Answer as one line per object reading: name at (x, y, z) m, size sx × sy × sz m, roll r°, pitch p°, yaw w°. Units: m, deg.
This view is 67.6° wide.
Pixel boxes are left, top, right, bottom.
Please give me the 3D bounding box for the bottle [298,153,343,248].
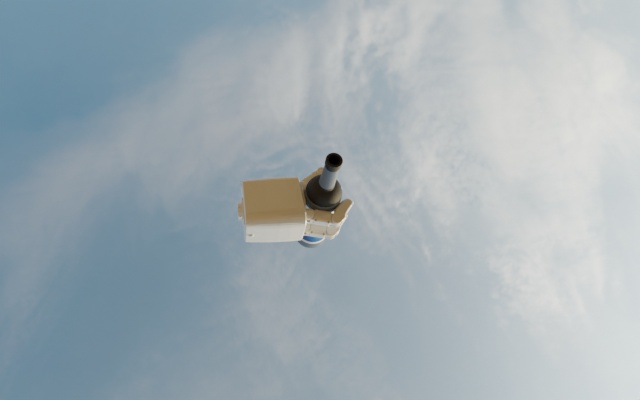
bottle at (0.000, 0.003, 0.879) m, size 0.069 × 0.069 × 0.296 m, roll 0°, pitch -27°, yaw -10°
